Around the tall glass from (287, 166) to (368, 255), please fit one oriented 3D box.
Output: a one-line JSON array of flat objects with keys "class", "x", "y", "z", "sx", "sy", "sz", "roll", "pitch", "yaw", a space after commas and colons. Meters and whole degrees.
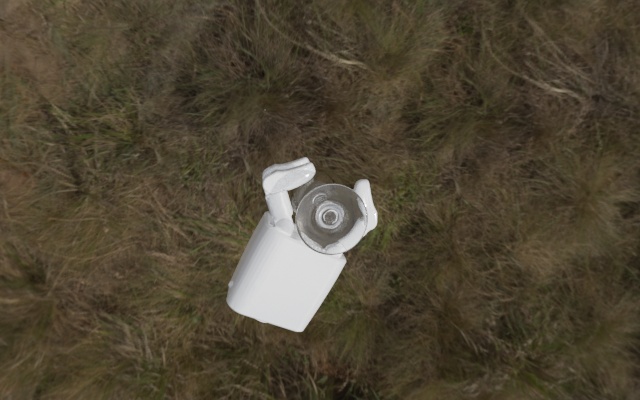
[{"class": "tall glass", "x": 0.000, "y": 0.002, "z": 0.580, "sx": 0.079, "sy": 0.079, "sz": 0.201, "roll": 0, "pitch": 11, "yaw": -7}]
